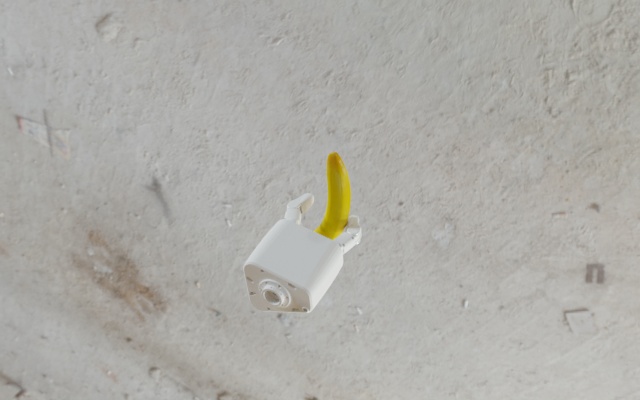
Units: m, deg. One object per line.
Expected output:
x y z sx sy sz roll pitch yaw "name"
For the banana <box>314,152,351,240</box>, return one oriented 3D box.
0.015 0.014 0.764 0.069 0.198 0.037 32 42 12 "banana"
